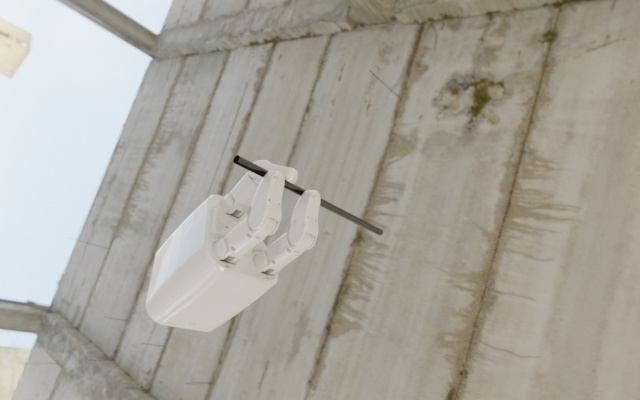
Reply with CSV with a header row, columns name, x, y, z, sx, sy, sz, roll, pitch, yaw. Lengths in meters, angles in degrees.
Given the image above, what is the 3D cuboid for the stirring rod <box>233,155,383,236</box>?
name,x,y,z,sx,sy,sz,roll,pitch,yaw
stirring rod,0.000,0.002,0.512,0.011,0.011,0.239,0,-19,41
